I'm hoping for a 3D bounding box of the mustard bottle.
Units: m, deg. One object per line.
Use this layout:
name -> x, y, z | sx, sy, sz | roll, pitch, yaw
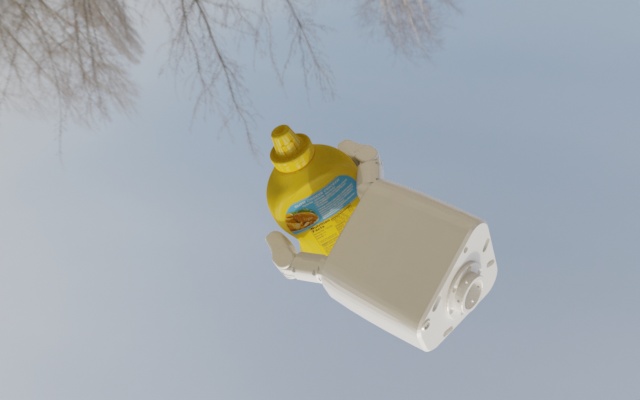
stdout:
mustard bottle -> 0.000, 0.002, 0.482 | 0.096, 0.192, 0.058 | -31, 41, -1
